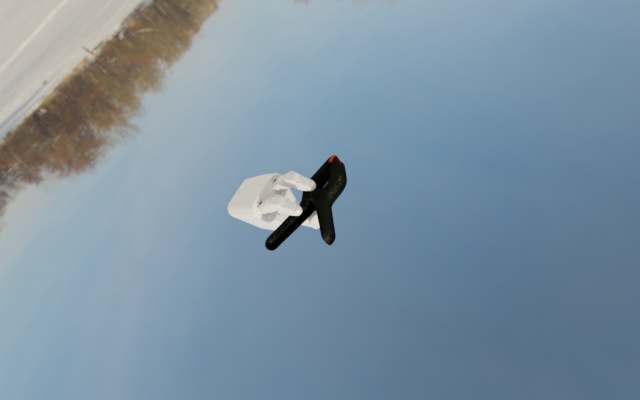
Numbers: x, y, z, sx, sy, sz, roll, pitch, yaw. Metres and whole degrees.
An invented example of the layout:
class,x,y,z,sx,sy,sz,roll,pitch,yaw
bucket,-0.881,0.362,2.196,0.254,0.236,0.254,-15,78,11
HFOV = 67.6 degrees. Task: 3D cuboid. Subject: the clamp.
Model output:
class,x,y,z,sx,sy,sz,roll,pitch,yaw
clamp,0.001,0.003,0.847,0.164,0.210,0.036,-2,-40,49
